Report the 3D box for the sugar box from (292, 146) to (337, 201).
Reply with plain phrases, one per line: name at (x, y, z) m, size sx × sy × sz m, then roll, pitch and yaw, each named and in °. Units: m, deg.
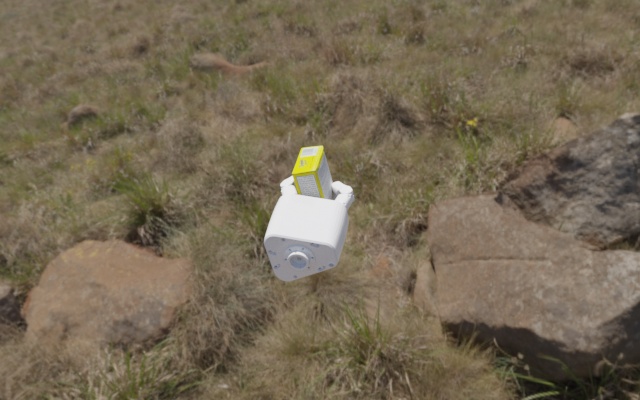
sugar box at (0.000, 0.003, 0.833) m, size 0.048 × 0.176 × 0.093 m, roll -5°, pitch 32°, yaw 14°
